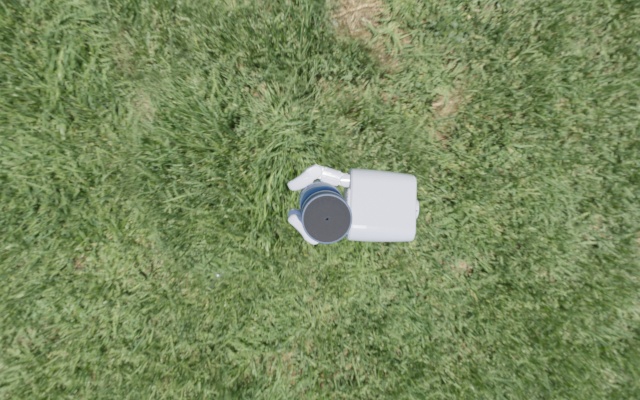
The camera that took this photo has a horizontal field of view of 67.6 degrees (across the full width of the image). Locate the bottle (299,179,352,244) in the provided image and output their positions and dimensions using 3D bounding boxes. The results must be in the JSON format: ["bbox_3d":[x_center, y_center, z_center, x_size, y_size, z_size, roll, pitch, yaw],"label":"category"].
[{"bbox_3d":[0.000,0.003,0.762,0.069,0.069,0.295,0,8,-3],"label":"bottle"}]
